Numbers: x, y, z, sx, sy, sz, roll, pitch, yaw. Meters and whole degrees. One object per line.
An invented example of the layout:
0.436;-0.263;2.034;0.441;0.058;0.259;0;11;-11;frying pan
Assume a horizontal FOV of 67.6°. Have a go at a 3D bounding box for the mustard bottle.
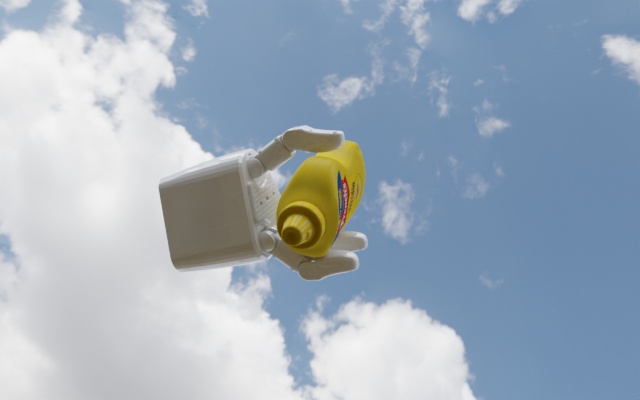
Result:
0.000;0.001;0.472;0.058;0.096;0.191;12;19;12;mustard bottle
